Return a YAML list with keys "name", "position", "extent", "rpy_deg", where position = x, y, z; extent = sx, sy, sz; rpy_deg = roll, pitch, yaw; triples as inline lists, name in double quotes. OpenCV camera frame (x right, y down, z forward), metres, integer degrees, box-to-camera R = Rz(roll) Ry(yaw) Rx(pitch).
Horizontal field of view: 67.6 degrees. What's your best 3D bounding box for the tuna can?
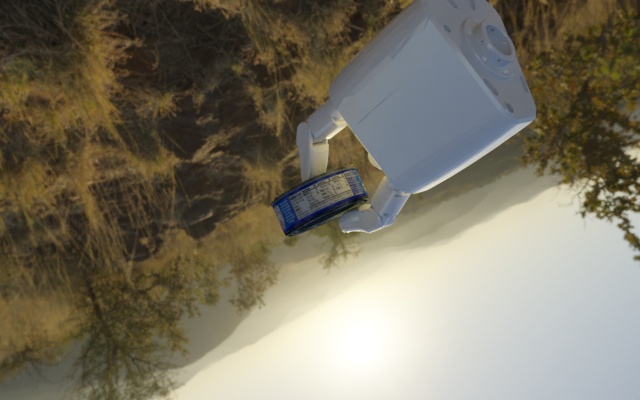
- name: "tuna can"
  position: [0.000, 0.002, 0.438]
  extent: [0.086, 0.033, 0.086]
  rpy_deg: [-24, -7, -3]
